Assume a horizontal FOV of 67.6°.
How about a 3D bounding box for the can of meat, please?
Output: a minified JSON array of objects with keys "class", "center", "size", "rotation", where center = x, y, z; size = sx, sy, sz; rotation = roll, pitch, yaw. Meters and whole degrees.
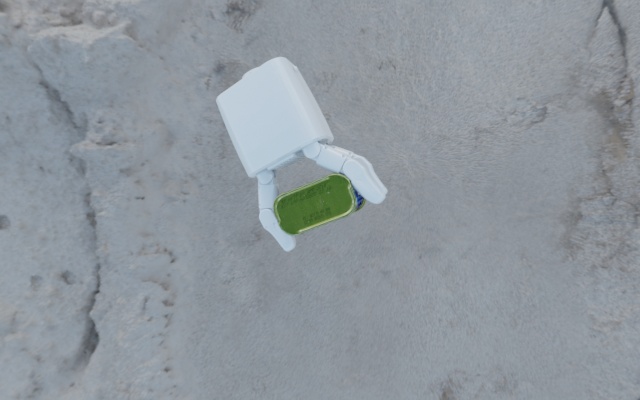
[{"class":"can of meat","center":[0.000,0.002,0.579],"size":[0.102,0.057,0.084],"rotation":[-22,0,12]}]
